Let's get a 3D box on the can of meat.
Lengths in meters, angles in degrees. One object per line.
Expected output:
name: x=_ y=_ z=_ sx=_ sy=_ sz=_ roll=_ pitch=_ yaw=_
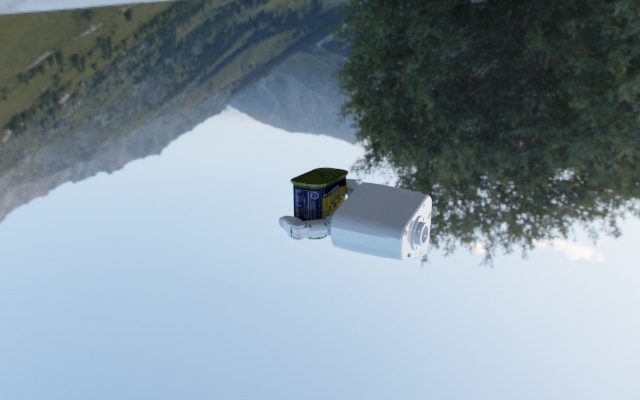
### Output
can of meat: x=0.000 y=0.003 z=0.714 sx=0.057 sy=0.084 sz=0.102 roll=9 pitch=20 yaw=27
